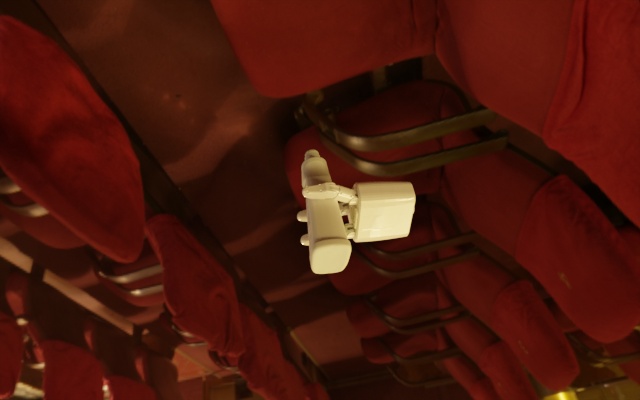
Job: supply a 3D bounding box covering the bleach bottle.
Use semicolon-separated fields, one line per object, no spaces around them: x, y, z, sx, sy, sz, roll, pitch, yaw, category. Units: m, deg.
0.000;0.003;0.883;0.068;0.250;0.103;-4;-35;-8;bleach bottle
